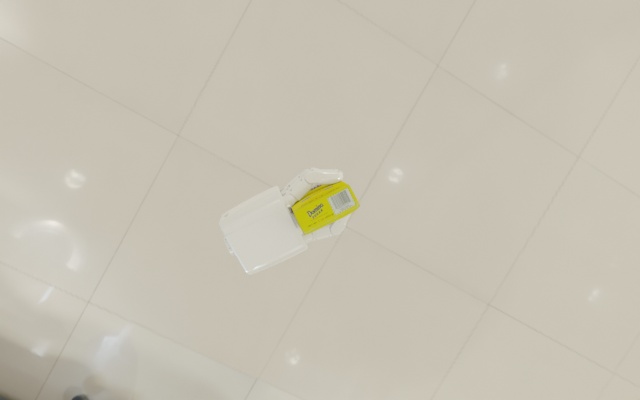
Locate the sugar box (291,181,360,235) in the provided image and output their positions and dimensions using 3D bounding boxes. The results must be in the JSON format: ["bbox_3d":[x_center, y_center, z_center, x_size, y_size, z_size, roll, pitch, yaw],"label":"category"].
[{"bbox_3d":[0.000,0.002,0.771,0.093,0.048,0.176,-26,11,-3],"label":"sugar box"}]
